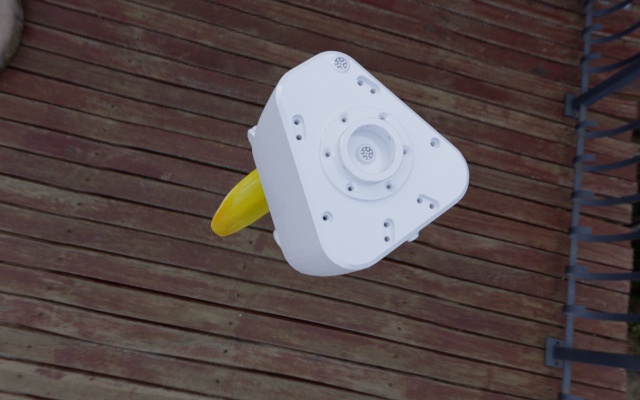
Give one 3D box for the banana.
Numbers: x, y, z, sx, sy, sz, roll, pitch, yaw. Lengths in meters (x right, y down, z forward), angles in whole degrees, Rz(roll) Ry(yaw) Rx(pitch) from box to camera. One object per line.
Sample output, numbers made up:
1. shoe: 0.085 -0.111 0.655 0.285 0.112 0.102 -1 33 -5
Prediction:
1. banana: 0.000 -0.018 0.418 0.198 0.069 0.037 -9 0 -16
